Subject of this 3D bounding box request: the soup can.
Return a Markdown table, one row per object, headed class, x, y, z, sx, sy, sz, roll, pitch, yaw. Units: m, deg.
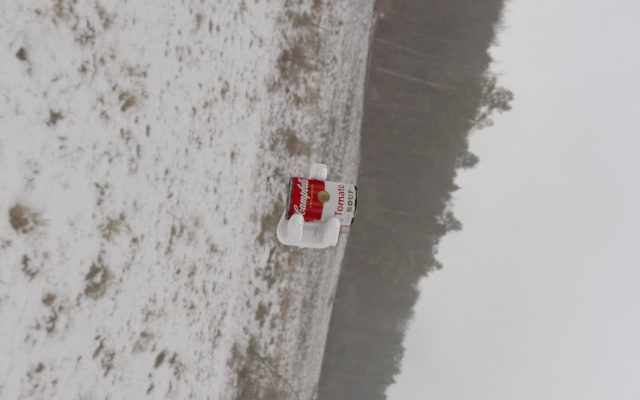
| class | x | y | z | sx | sy | sz | roll | pitch | yaw |
| --- | --- | --- | --- | --- | --- | --- | --- | --- | --- |
| soup can | 0.000 | 0.002 | 0.733 | 0.102 | 0.068 | 0.068 | 7 | -1 | -7 |
